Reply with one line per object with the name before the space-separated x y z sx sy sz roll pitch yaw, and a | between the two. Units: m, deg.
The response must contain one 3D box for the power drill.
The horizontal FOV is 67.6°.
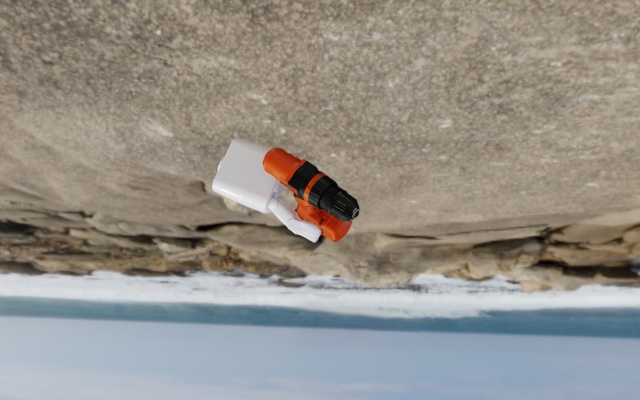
power drill | 0.000 0.003 0.798 0.184 0.057 0.188 36 -13 26
